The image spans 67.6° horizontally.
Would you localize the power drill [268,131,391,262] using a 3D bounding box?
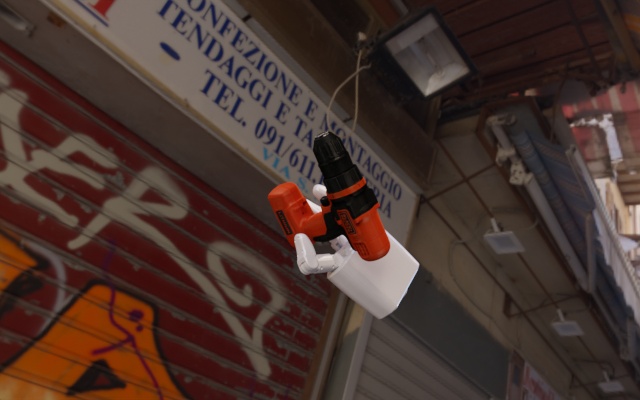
[{"bbox_3d":[0.000,0.002,0.682,0.057,0.184,0.187,-31,13,-32],"label":"power drill"}]
